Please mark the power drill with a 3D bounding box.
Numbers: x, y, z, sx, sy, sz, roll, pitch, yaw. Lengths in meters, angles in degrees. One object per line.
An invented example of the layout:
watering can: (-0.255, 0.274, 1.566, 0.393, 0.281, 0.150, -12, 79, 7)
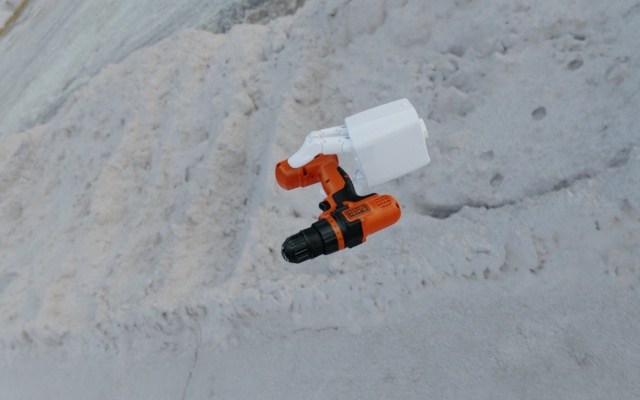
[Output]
power drill: (0.000, 0.002, 0.722, 0.184, 0.057, 0.187, -21, 47, -17)
